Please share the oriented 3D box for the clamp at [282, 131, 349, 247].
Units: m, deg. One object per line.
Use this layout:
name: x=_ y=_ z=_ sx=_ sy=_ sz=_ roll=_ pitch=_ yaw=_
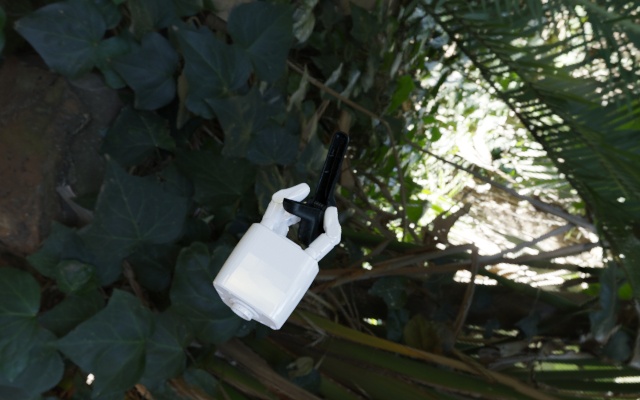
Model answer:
clamp: x=0.001 y=0.003 z=0.751 sx=0.036 sy=0.164 sz=0.210 roll=25 pitch=-28 yaw=18
